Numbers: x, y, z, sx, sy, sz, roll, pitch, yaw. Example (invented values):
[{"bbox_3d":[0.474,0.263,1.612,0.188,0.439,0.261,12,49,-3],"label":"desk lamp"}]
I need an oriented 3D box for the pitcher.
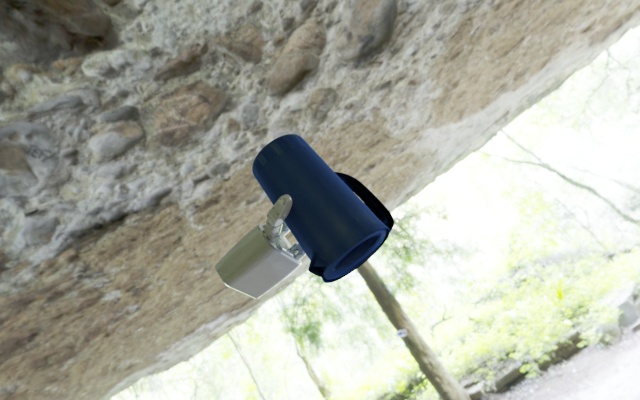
[{"bbox_3d":[0.000,0.003,0.800,0.145,0.242,0.149,-42,-22,10],"label":"pitcher"}]
